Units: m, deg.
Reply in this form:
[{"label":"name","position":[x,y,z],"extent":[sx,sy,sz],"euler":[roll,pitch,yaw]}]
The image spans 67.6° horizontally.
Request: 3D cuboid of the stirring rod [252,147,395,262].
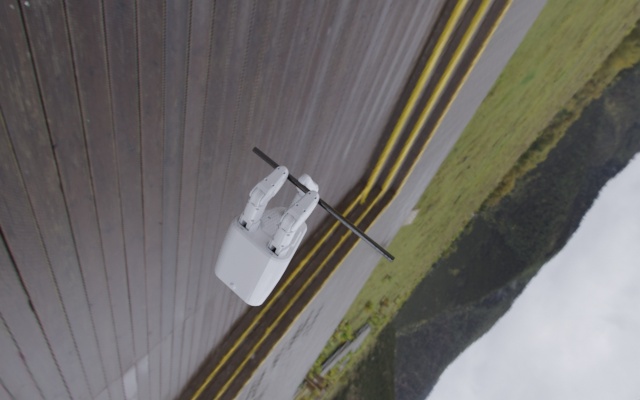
[{"label":"stirring rod","position":[0.000,0.002,0.628],"extent":[0.239,0.011,0.011],"euler":[39,11,14]}]
